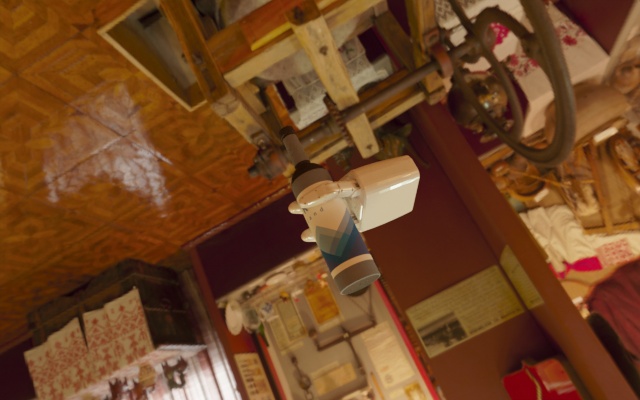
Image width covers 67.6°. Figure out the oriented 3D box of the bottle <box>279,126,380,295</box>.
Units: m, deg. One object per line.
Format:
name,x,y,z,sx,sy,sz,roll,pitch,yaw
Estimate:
bottle,0.000,0.003,0.765,0.069,0.295,0.069,-22,-22,-10
